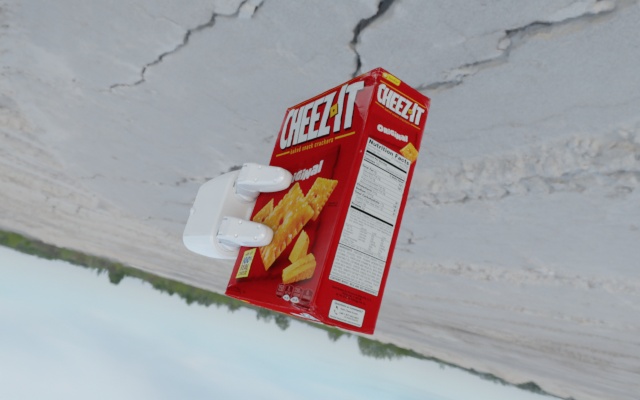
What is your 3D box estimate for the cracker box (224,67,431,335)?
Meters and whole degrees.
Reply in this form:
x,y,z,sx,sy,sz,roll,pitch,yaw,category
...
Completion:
x,y,z,sx,sy,sz,roll,pitch,yaw,category
0.000,0.002,0.448,0.072,0.213,0.164,24,-16,-30,cracker box
